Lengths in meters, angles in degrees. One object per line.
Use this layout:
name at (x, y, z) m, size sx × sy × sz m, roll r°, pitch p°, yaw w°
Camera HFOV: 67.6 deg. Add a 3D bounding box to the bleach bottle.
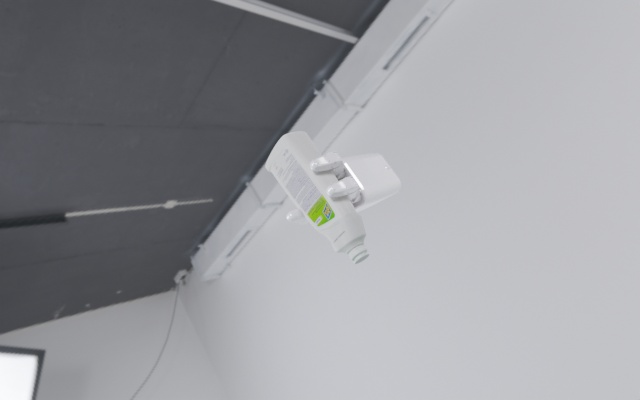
bleach bottle at (0.000, 0.003, 0.827) m, size 0.068 × 0.250 × 0.103 m, roll -15°, pitch -27°, yaw -39°
